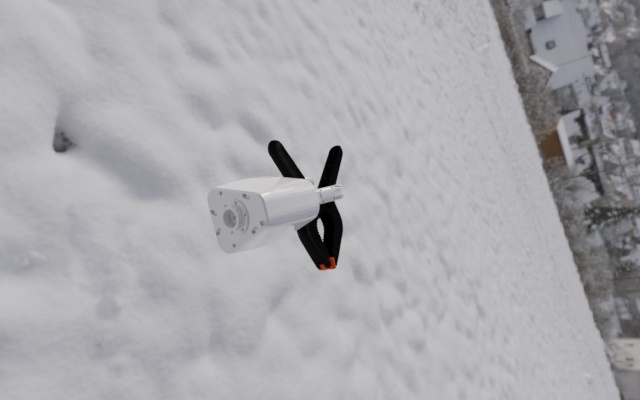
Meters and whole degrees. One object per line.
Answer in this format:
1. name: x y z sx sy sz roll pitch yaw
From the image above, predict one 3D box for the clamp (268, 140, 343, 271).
1. clamp: 0.001 0.003 0.755 0.036 0.210 0.164 -13 1 40
